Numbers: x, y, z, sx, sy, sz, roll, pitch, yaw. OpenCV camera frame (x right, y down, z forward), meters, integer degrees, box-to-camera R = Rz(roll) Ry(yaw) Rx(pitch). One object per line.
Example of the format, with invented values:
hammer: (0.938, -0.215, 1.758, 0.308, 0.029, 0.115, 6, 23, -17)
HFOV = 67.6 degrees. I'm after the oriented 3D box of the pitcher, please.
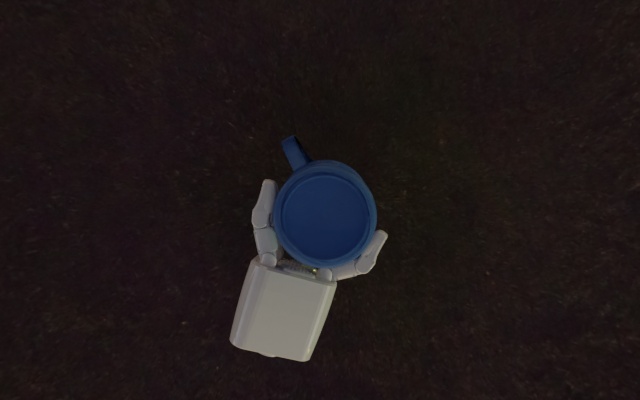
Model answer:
pitcher: (0.000, 0.002, 0.601, 0.149, 0.145, 0.243, 18, 3, 0)
